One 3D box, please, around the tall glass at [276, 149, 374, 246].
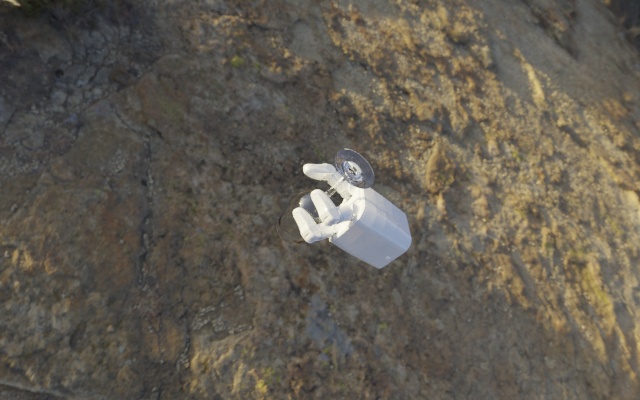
[{"bbox_3d":[0.000,0.002,0.801,0.079,0.079,0.201,0,-31,-40],"label":"tall glass"}]
